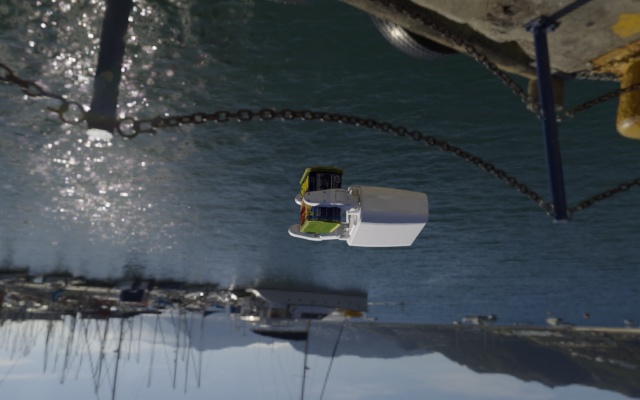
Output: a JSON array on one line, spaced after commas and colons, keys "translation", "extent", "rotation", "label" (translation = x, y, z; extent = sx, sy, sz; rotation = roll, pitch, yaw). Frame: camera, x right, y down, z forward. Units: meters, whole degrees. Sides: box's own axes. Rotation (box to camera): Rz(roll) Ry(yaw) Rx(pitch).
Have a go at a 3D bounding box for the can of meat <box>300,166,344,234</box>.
[{"translation": [0.000, 0.003, 0.735], "extent": [0.057, 0.084, 0.102], "rotation": [4, -14, -10], "label": "can of meat"}]
